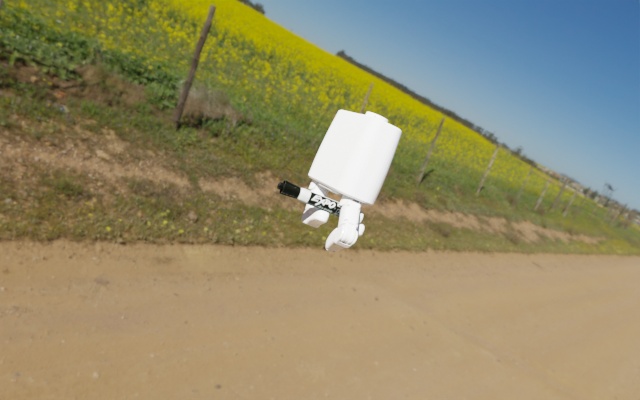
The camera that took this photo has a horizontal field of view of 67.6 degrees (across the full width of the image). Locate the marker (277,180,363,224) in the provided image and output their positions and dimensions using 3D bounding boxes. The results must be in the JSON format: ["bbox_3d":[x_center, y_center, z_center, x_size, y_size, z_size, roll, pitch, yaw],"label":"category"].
[{"bbox_3d":[0.000,0.002,0.619,0.121,0.020,0.020,22,-8,-19],"label":"marker"}]
